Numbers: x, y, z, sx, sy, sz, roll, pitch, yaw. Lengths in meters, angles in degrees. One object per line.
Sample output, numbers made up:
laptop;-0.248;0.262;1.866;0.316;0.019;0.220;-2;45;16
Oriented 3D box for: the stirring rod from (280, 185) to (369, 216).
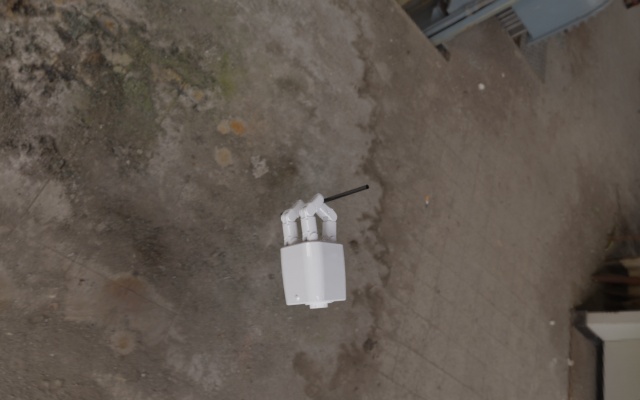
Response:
stirring rod;0.000;0.003;0.890;0.011;0.011;0.239;0;-13;-42
